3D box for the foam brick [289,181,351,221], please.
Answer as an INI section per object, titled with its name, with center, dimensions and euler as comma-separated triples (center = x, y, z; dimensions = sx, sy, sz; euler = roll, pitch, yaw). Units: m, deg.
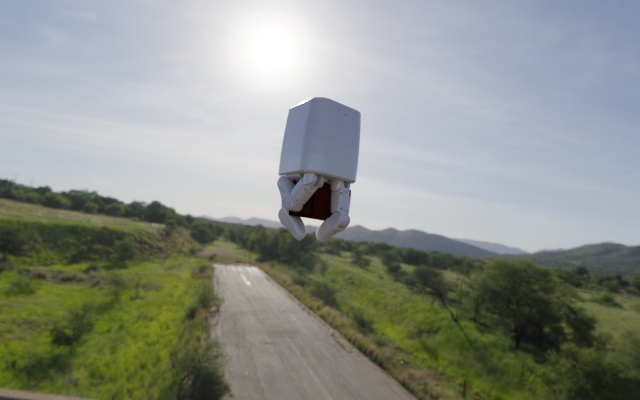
[foam brick]
center = 0.000, 0.002, 0.708
dimensions = 0.078, 0.051, 0.053
euler = 12, -7, -44
